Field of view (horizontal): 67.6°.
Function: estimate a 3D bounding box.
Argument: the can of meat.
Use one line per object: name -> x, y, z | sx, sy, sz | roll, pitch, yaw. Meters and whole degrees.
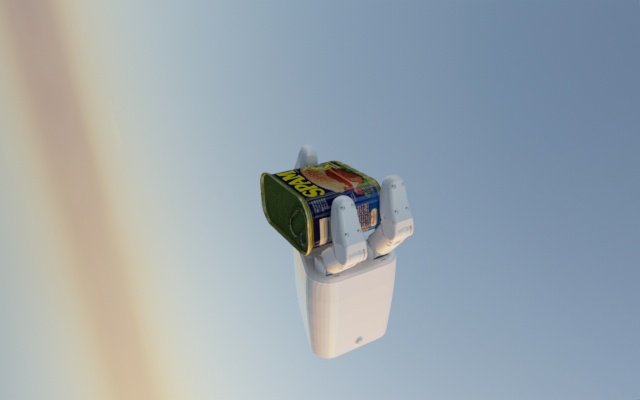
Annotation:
can of meat -> 0.000, 0.001, 0.466 | 0.084, 0.057, 0.102 | -15, 28, -26
